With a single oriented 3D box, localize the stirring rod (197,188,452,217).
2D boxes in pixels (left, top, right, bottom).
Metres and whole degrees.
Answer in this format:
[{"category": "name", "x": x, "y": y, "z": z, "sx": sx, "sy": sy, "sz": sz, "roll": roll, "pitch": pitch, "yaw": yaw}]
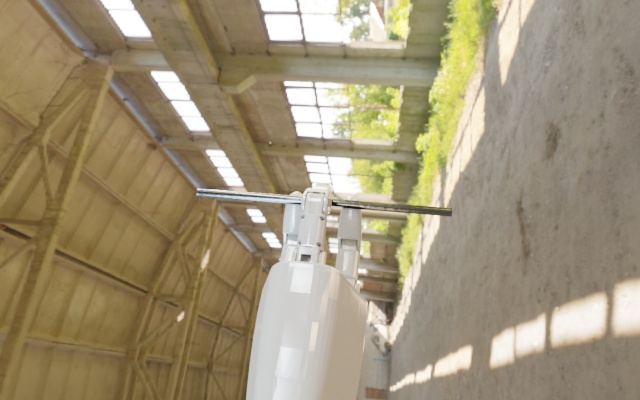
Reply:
[{"category": "stirring rod", "x": 0.000, "y": 0.001, "z": 0.449, "sx": 0.239, "sy": 0.011, "sz": 0.011, "roll": 4, "pitch": 0, "yaw": 7}]
